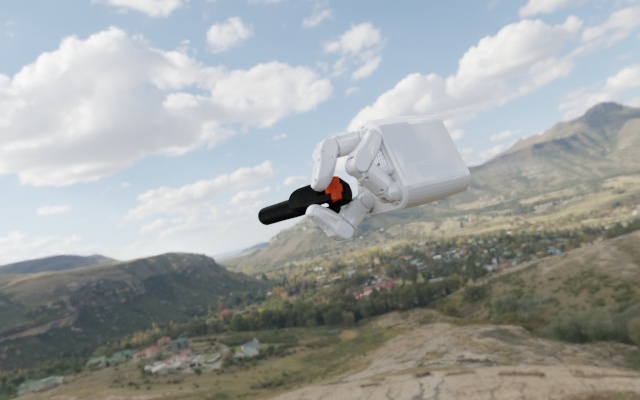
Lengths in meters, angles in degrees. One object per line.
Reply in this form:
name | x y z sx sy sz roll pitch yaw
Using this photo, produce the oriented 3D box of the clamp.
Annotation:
clamp | 0.000 0.001 0.618 0.120 0.039 0.171 -12 -4 -29
